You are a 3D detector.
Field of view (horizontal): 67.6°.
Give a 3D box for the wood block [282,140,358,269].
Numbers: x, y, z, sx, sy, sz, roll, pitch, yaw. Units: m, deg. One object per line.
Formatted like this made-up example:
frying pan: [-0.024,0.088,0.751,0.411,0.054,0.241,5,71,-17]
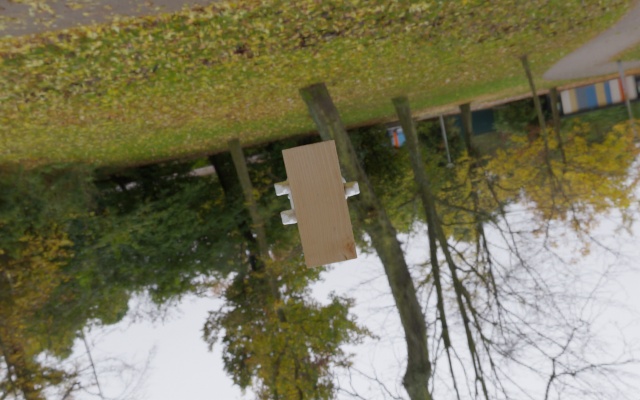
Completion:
wood block: [0.000,0.003,0.845,0.091,0.206,0.090,-12,6,2]
